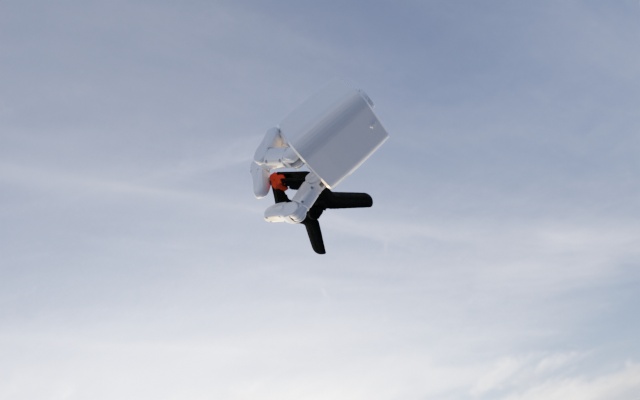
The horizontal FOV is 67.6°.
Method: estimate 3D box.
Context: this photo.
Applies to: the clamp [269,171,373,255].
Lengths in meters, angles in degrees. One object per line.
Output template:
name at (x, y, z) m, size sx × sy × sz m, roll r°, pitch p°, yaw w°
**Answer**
clamp at (0.000, 0.002, 0.682) m, size 0.039 × 0.120 × 0.171 m, roll 46°, pitch 0°, yaw 44°
